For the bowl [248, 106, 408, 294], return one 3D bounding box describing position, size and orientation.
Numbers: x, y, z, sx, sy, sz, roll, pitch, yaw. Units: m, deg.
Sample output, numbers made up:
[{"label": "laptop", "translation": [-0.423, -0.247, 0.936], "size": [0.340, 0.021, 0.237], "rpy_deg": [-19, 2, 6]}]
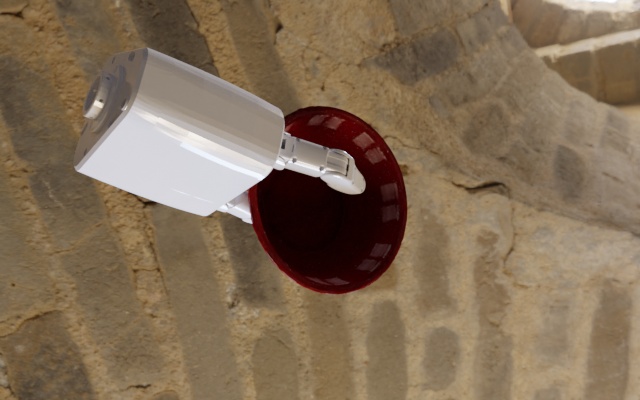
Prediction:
[{"label": "bowl", "translation": [0.001, 0.002, 0.428], "size": [0.162, 0.162, 0.055], "rpy_deg": [0, -8, -32]}]
